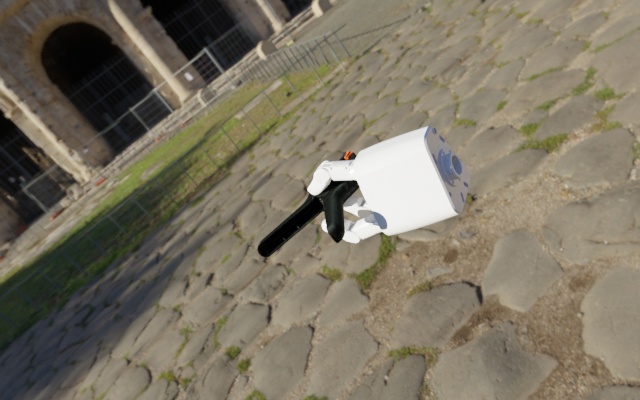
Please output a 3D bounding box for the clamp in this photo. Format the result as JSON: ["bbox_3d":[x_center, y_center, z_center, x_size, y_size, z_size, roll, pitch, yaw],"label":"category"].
[{"bbox_3d":[0.000,0.001,0.698,0.164,0.036,0.210,-20,27,39],"label":"clamp"}]
